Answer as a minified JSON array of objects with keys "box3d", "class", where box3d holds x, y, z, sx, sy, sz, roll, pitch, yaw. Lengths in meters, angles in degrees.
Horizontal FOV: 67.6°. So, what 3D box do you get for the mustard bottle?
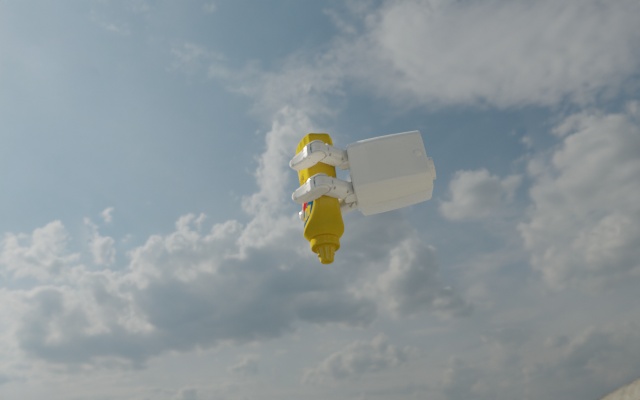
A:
[{"box3d":[0.000,0.002,0.699,0.058,0.191,0.096,0,-31,-13],"class":"mustard bottle"}]
